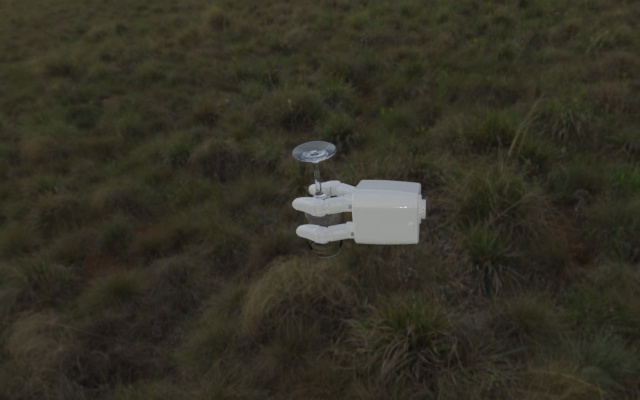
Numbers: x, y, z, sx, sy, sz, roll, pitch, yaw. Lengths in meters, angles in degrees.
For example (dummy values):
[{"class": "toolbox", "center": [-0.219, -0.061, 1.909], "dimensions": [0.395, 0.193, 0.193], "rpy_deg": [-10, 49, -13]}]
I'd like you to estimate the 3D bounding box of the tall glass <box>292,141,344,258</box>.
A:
[{"class": "tall glass", "center": [0.000, 0.002, 0.837], "dimensions": [0.079, 0.201, 0.079], "rpy_deg": [-5, 31, 3]}]
